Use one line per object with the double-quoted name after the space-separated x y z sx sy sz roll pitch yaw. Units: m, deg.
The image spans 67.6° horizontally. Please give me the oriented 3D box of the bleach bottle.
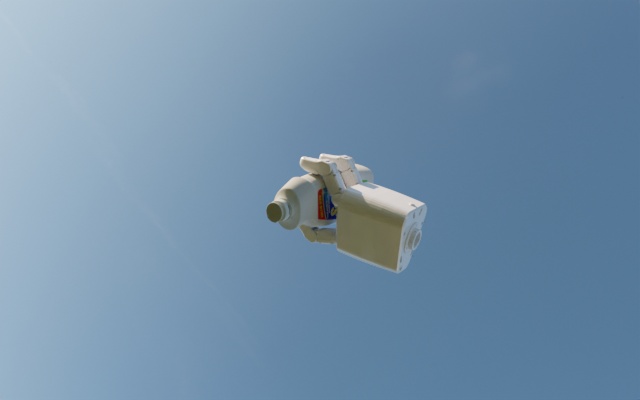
0.000 0.002 0.768 0.068 0.102 0.251 20 20 28 "bleach bottle"
